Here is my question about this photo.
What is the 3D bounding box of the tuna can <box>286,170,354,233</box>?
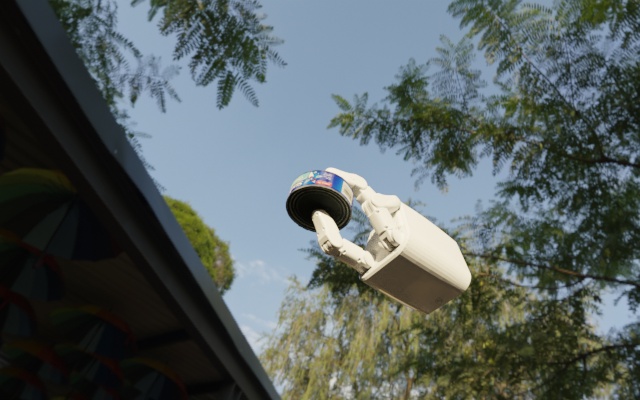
[{"bbox_3d":[0.000,0.002,0.619,0.086,0.086,0.033,0,44,14],"label":"tuna can"}]
